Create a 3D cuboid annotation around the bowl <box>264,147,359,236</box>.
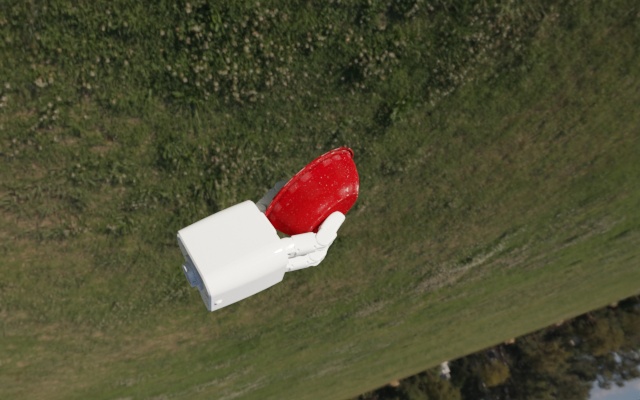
[{"bbox_3d":[0.001,0.002,0.664,0.162,0.055,0.162,-38,-16,-13],"label":"bowl"}]
